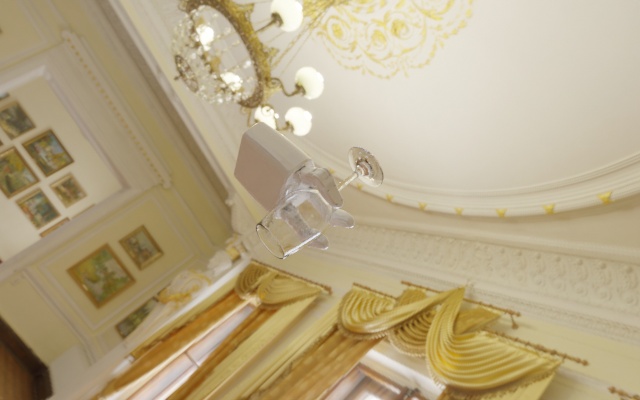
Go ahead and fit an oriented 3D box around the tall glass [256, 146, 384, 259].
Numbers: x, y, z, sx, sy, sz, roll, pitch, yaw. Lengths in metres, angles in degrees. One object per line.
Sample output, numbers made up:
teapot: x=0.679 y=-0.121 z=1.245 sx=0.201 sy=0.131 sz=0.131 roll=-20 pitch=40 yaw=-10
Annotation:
tall glass: x=0.001 y=0.002 z=0.708 sx=0.201 sy=0.079 sz=0.079 roll=-38 pitch=19 yaw=-25
